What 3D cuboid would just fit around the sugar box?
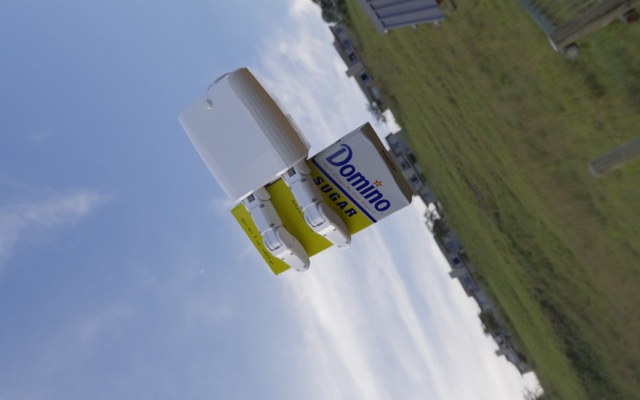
[{"bbox_3d":[0.000,0.002,0.513,0.176,0.093,0.048,-31,10,24],"label":"sugar box"}]
